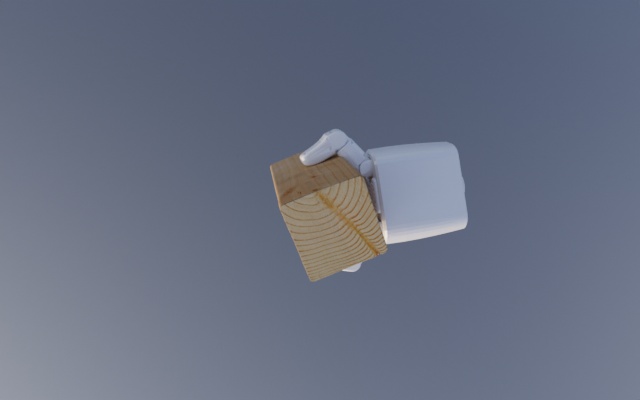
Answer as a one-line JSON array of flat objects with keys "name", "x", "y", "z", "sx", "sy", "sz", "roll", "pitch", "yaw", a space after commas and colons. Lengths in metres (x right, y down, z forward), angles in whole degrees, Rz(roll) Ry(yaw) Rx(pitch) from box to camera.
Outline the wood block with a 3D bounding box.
[{"name": "wood block", "x": 0.000, "y": 0.002, "z": 0.576, "sx": 0.090, "sy": 0.091, "sz": 0.206, "roll": -21, "pitch": 17, "yaw": -3}]
